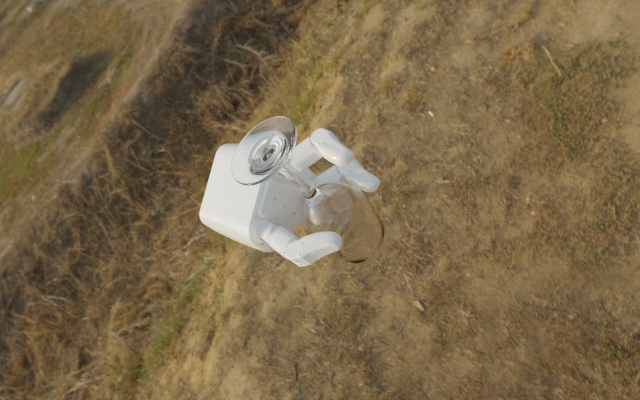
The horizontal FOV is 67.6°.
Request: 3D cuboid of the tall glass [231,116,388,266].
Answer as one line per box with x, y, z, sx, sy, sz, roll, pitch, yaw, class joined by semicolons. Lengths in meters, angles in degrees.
0.000;0.001;0.502;0.079;0.079;0.201;0;-29;38;tall glass
